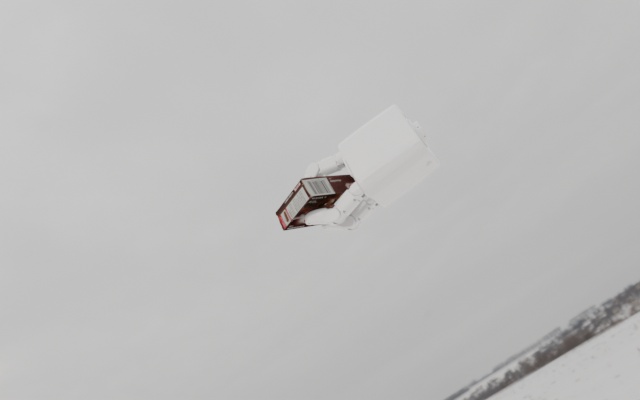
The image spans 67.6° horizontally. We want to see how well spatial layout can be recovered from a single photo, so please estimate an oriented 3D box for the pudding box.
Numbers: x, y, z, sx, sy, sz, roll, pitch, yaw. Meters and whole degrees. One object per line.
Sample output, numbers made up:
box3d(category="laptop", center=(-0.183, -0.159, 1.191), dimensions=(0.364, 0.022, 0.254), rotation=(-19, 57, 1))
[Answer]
box3d(category="pudding box", center=(0.000, 0.002, 0.733), dimensions=(0.113, 0.039, 0.090), rotation=(-5, -34, -39))
